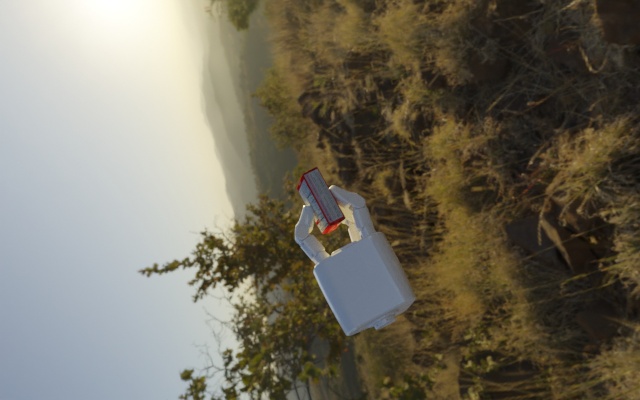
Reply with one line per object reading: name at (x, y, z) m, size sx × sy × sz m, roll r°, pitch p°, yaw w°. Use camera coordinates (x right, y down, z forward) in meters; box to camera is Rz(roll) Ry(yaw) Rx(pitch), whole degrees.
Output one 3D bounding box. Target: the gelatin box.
gelatin box at (0.000, 0.002, 0.723) m, size 0.030 × 0.089 × 0.073 m, roll -28°, pitch -8°, yaw -14°
